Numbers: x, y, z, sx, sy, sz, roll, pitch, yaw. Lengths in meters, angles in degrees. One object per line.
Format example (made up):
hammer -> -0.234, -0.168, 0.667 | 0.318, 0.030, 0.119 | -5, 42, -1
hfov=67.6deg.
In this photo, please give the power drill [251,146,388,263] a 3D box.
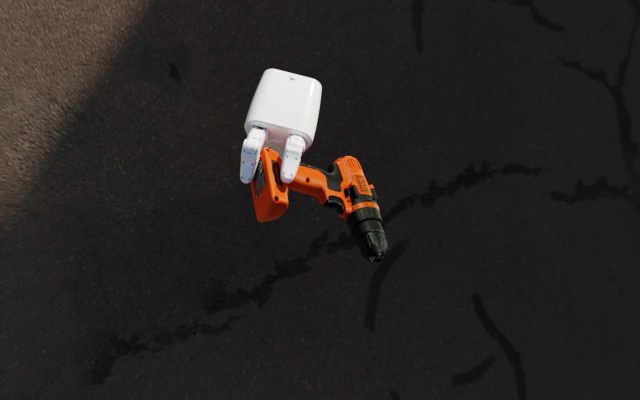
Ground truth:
power drill -> 0.000, 0.002, 0.675 | 0.188, 0.184, 0.057 | 10, -45, -31
